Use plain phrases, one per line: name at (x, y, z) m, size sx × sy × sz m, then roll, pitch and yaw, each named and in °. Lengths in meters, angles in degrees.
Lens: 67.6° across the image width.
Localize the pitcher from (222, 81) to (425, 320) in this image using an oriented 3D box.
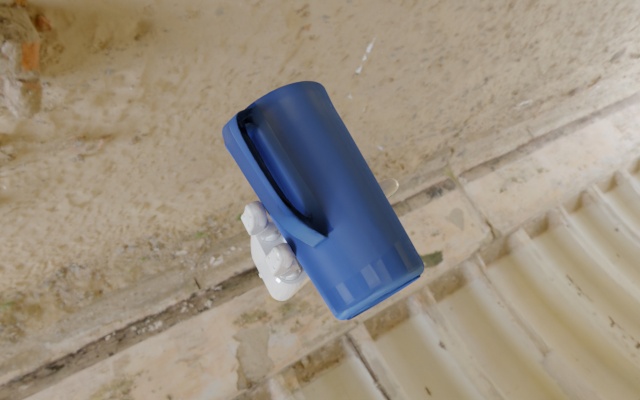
pitcher at (0.000, 0.002, 0.515) m, size 0.149 × 0.242 × 0.145 m, roll -25°, pitch -16°, yaw -20°
